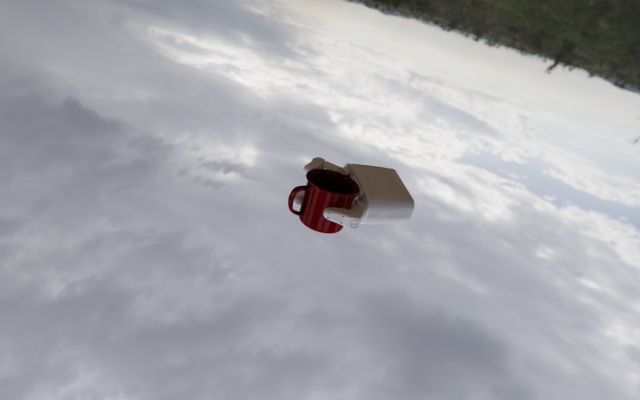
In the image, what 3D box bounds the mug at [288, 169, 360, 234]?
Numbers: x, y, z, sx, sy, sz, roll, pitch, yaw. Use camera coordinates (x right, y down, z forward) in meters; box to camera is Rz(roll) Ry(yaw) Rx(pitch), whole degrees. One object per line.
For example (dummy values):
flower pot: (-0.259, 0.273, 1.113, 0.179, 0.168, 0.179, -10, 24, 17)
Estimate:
mug: (-0.001, 0.003, 0.806, 0.117, 0.081, 0.093, 1, 30, -30)
